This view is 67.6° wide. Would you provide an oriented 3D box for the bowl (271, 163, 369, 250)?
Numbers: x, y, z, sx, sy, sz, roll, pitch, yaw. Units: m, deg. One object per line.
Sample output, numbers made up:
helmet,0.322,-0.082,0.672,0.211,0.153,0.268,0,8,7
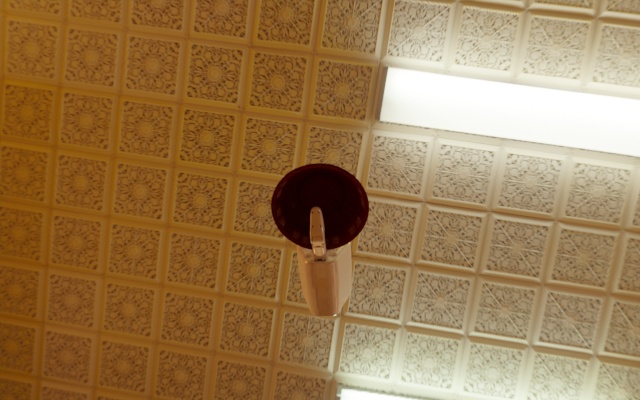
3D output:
bowl,0.000,0.001,0.805,0.162,0.162,0.055,0,27,3
